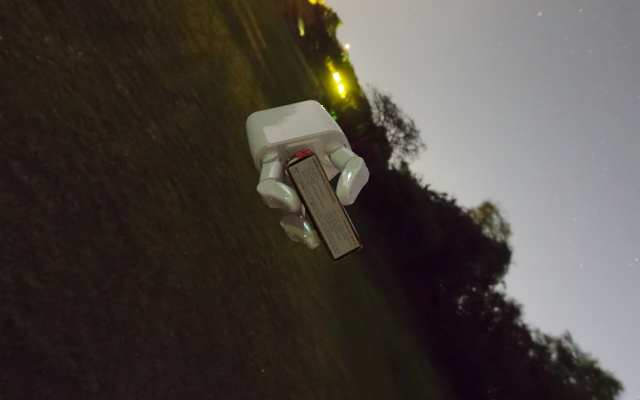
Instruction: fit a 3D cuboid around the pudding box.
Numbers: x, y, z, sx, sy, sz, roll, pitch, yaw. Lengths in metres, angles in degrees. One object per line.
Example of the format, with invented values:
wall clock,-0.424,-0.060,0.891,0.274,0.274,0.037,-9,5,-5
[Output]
pudding box,0.000,0.002,0.518,0.039,0.113,0.090,-29,9,0
